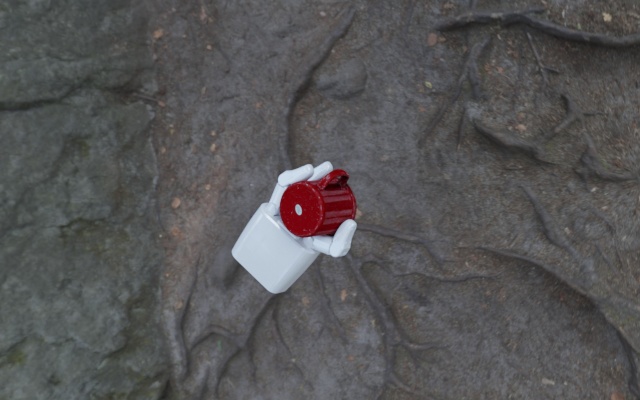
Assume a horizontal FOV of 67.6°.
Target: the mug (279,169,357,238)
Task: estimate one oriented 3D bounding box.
[{"bbox_3d":[0.001,0.001,0.702,0.093,0.117,0.081,48,28,23],"label":"mug"}]
